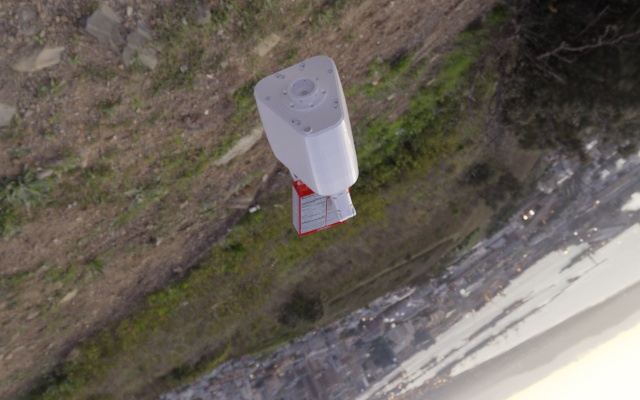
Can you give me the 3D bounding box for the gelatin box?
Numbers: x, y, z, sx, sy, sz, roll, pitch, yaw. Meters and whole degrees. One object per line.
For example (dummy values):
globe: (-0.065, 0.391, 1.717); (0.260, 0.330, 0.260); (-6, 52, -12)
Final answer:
gelatin box: (0.000, 0.003, 0.640); (0.073, 0.030, 0.089); (-18, -38, -16)
